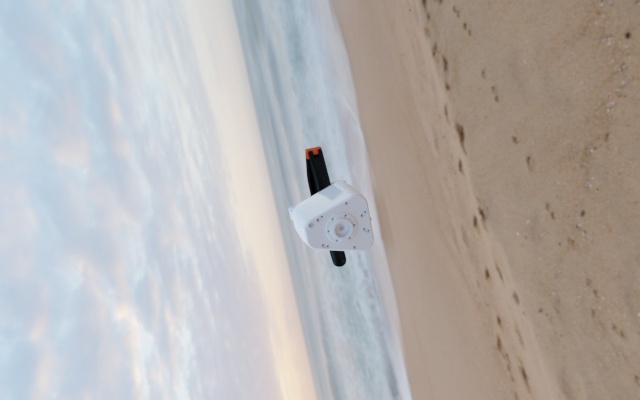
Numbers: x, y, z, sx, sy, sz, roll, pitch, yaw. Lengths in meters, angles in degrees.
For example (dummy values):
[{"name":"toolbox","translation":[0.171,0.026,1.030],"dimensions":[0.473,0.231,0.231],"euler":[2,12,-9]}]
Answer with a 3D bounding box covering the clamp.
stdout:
[{"name":"clamp","translation":[-0.001,0.003,0.889],"dimensions":[0.036,0.210,0.164],"euler":[-14,13,-12]}]
